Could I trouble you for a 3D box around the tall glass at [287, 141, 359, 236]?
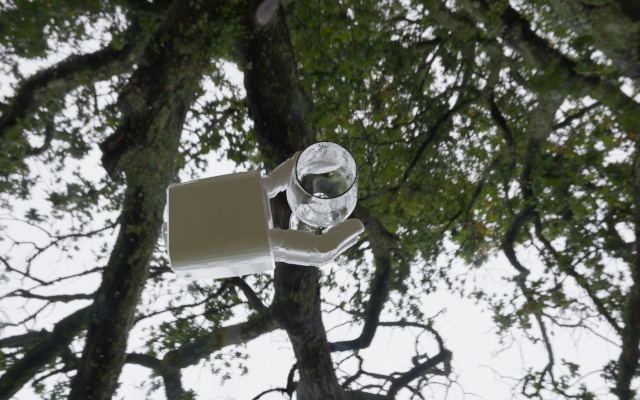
[{"bbox_3d":[0.000,0.002,0.557,0.079,0.079,0.201,0,-19,-4],"label":"tall glass"}]
